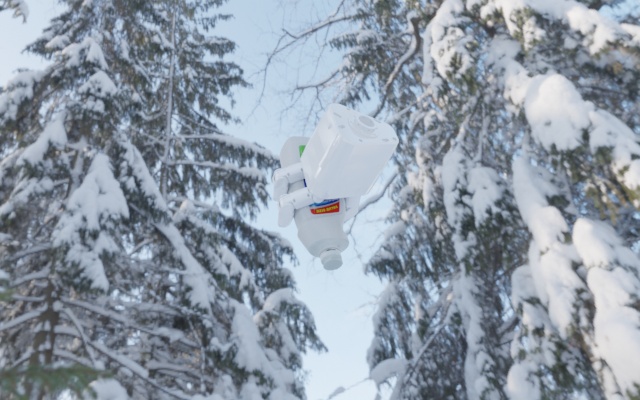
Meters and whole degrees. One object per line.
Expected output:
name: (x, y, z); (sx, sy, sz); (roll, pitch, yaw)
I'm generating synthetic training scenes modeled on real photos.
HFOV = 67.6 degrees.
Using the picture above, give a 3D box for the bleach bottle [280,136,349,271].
bleach bottle: (0.000, 0.002, 0.764); (0.102, 0.250, 0.068); (8, -47, -25)
